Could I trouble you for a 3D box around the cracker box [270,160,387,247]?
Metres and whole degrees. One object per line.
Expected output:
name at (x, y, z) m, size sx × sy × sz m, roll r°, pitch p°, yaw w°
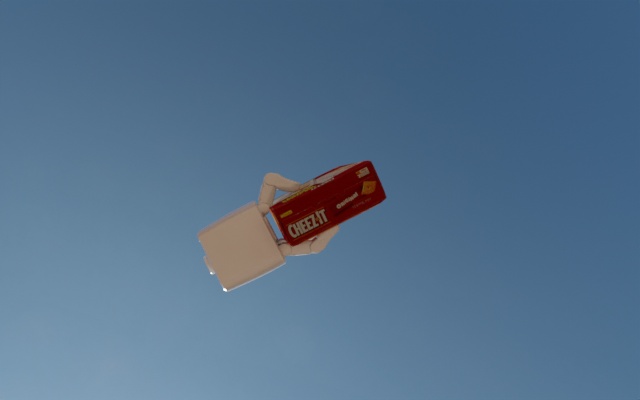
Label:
cracker box at (0.000, 0.002, 0.797) m, size 0.164 × 0.072 × 0.213 m, roll -27°, pitch 6°, yaw -7°
